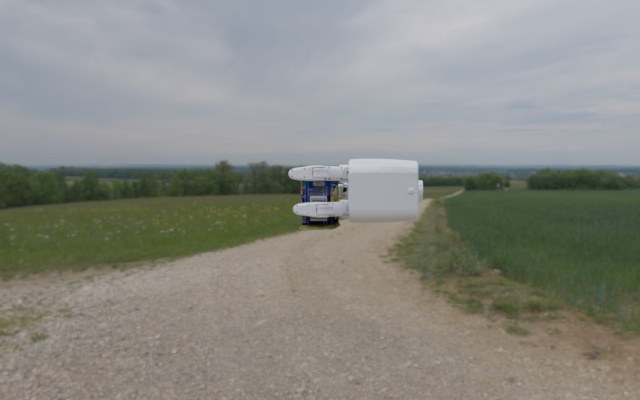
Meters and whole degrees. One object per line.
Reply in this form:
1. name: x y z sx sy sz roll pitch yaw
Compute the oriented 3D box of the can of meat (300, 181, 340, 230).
1. can of meat: 0.000 0.002 0.784 0.057 0.084 0.102 0 2 9
